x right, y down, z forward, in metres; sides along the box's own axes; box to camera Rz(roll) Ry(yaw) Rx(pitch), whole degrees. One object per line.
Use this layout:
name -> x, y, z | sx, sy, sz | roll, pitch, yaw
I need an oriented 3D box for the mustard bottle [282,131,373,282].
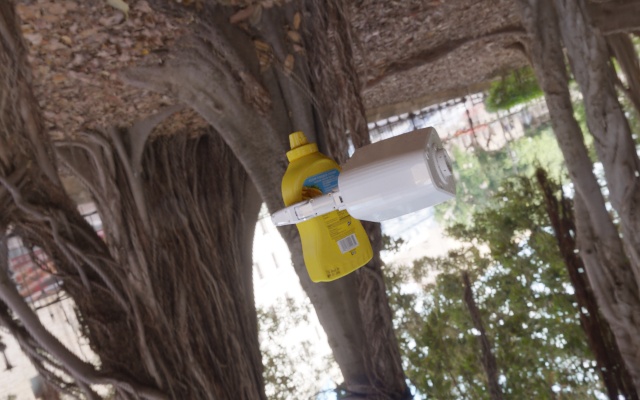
mustard bottle -> 0.000, 0.002, 0.623 | 0.096, 0.191, 0.058 | -21, 3, -39
